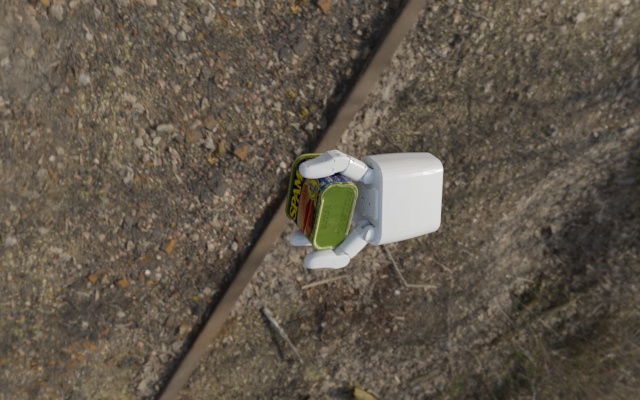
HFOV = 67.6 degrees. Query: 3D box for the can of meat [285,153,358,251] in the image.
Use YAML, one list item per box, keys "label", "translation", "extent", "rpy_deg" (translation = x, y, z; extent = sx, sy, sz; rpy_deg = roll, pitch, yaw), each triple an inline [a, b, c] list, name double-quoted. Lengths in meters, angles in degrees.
- label: "can of meat"
  translation: [0.000, 0.002, 0.621]
  extent: [0.057, 0.102, 0.084]
  rpy_deg: [-5, 32, -28]
